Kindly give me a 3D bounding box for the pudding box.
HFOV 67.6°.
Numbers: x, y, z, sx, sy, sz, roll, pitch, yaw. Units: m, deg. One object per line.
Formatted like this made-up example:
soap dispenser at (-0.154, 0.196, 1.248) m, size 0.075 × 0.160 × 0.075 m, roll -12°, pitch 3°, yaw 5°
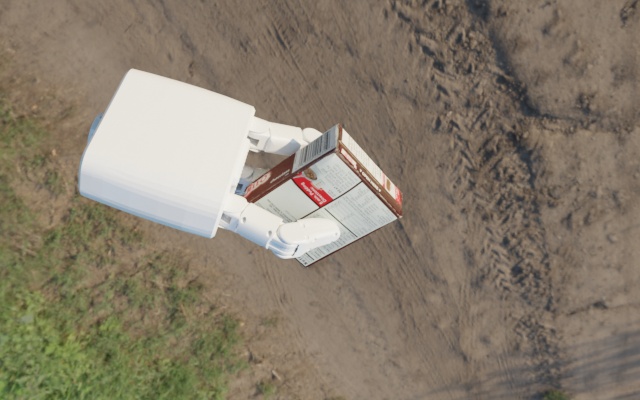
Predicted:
pudding box at (0.000, 0.001, 0.413) m, size 0.113 × 0.039 × 0.090 m, roll -30°, pitch -59°, yaw 30°
